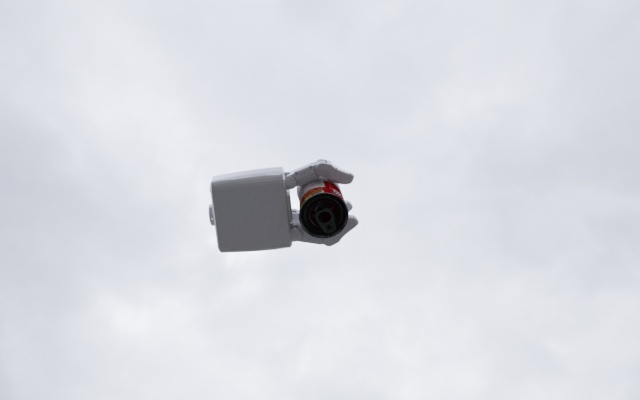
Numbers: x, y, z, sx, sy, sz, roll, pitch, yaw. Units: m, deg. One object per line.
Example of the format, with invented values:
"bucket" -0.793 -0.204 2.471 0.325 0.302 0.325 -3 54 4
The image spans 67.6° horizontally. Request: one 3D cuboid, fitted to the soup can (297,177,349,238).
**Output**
"soup can" 0.001 0.002 0.692 0.068 0.068 0.102 0 22 -6
